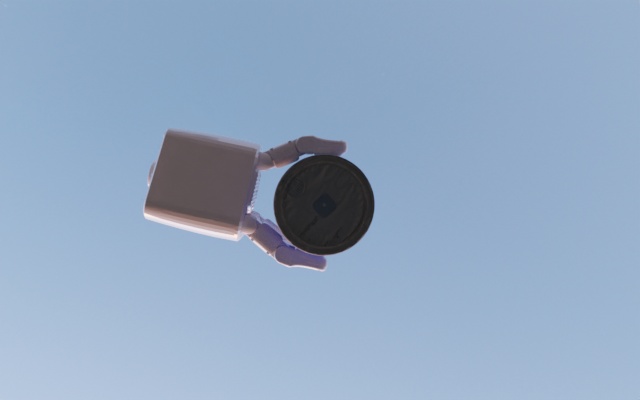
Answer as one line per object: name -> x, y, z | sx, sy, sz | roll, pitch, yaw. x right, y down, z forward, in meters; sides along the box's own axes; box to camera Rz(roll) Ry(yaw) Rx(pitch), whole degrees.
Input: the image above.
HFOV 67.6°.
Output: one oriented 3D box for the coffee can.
coffee can -> 0.000, 0.002, 0.548 | 0.103, 0.103, 0.140 | 0, 2, -3
